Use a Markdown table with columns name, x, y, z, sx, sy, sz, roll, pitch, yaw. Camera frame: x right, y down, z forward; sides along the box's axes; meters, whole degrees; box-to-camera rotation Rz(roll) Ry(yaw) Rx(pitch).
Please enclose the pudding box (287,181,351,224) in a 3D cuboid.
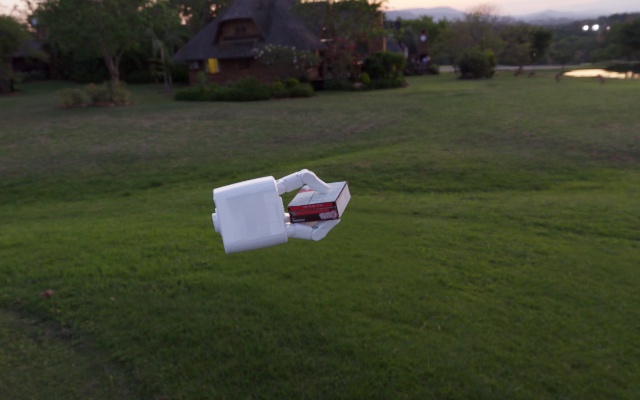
| name | x | y | z | sx | sy | sz | roll | pitch | yaw |
| --- | --- | --- | --- | --- | --- | --- | --- | --- | --- |
| pudding box | 0.000 | 0.003 | 0.857 | 0.090 | 0.039 | 0.113 | -5 | 21 | 17 |
